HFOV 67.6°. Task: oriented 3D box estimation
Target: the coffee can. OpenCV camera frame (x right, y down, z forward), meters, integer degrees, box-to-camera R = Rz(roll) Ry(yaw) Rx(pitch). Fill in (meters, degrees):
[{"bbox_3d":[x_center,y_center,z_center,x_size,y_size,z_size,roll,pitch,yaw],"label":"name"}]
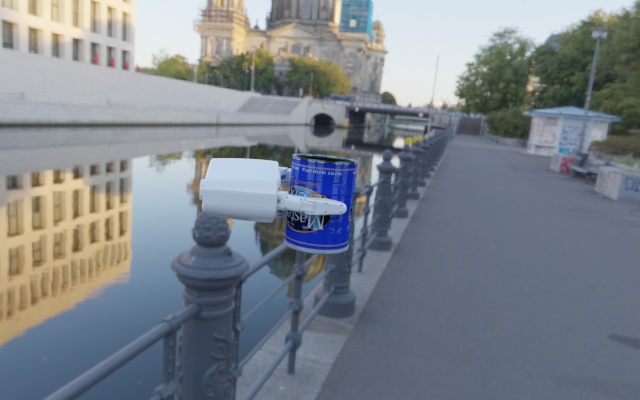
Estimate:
[{"bbox_3d":[0.000,0.003,0.748,0.103,0.140,0.103,6,10,-1],"label":"coffee can"}]
